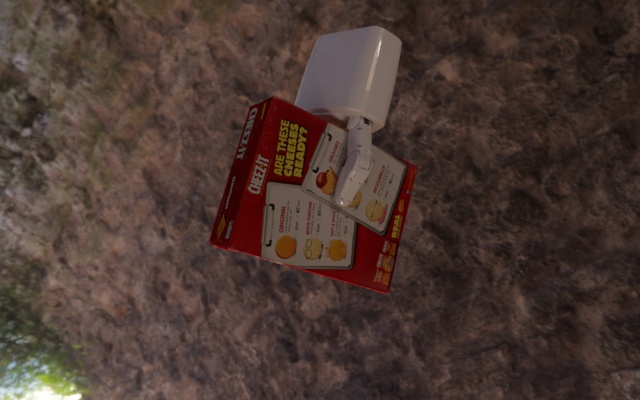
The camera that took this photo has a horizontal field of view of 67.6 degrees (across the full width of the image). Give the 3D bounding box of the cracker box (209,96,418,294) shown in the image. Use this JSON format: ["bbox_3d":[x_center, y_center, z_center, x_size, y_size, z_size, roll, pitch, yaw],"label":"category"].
[{"bbox_3d":[0.000,0.002,0.551,0.214,0.164,0.072,21,-11,-30],"label":"cracker box"}]
